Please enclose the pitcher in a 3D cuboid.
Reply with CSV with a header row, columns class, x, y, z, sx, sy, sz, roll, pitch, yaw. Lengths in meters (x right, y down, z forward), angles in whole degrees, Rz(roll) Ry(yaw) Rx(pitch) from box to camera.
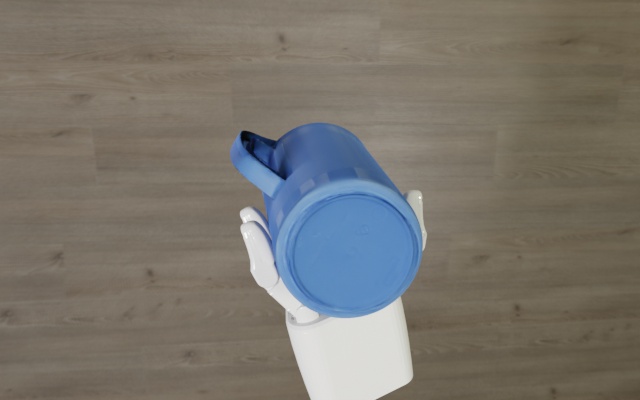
class,x,y,z,sx,sy,sz,roll,pitch,yaw
pitcher,0.000,0.002,0.447,0.149,0.145,0.242,-13,16,-3
